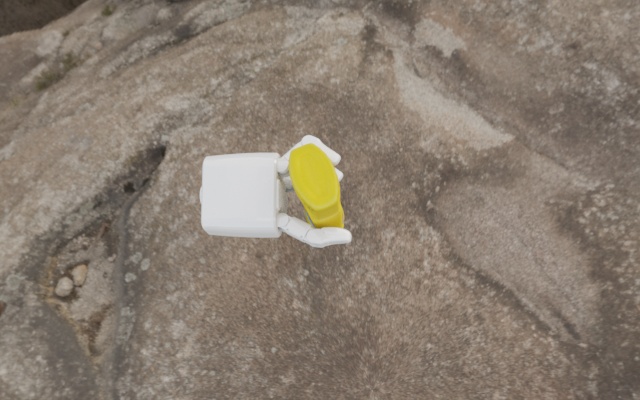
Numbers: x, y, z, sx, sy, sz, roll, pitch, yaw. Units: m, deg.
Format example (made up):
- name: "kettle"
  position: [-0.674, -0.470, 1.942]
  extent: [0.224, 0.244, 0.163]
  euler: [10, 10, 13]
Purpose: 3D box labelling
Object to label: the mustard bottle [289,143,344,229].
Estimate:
- name: "mustard bottle"
  position: [0.000, 0.002, 0.685]
  extent: [0.058, 0.096, 0.192]
  euler: [-23, -22, -3]
